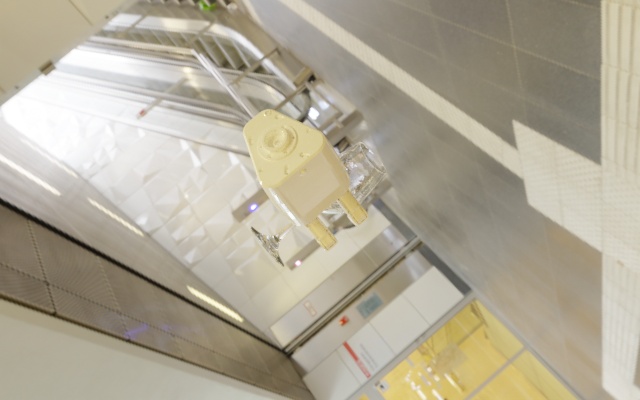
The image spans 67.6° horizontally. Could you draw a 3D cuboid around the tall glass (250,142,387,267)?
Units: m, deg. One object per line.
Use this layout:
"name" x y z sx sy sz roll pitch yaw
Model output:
"tall glass" 0.000 0.003 0.683 0.201 0.079 0.079 -40 3 -3
